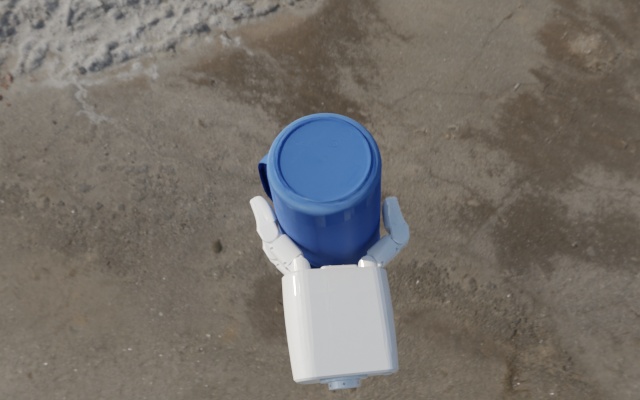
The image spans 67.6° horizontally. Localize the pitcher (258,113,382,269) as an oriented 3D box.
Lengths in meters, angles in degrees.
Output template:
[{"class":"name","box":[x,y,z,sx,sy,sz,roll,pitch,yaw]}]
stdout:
[{"class":"pitcher","box":[0.000,0.002,0.550,0.149,0.145,0.243,-6,-23,1]}]
